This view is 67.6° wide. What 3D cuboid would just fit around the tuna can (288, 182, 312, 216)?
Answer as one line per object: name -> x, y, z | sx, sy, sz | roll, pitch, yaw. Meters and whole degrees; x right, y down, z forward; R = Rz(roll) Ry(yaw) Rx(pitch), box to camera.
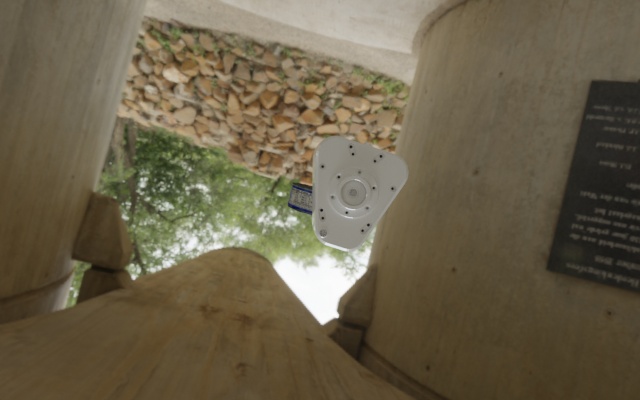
tuna can -> 0.000, 0.003, 0.643 | 0.086, 0.034, 0.086 | 15, 4, -1
